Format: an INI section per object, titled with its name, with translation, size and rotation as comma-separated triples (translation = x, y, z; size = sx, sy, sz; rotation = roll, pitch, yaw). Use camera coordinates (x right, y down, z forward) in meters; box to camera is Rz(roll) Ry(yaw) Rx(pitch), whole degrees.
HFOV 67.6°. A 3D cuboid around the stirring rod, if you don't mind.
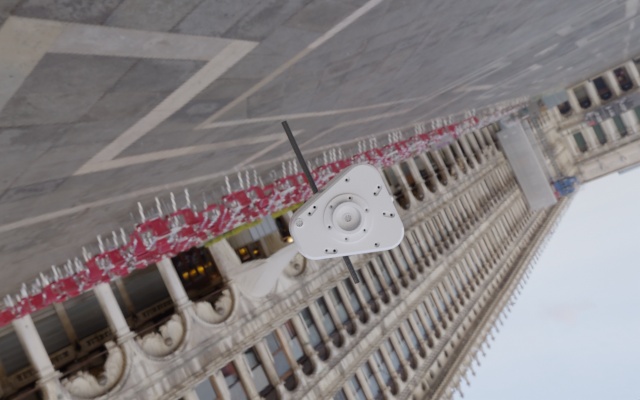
[stirring rod]
translation = 0.000, 0.002, 0.648
size = 0.011, 0.239, 0.011
rotation = -25, -1, 0
